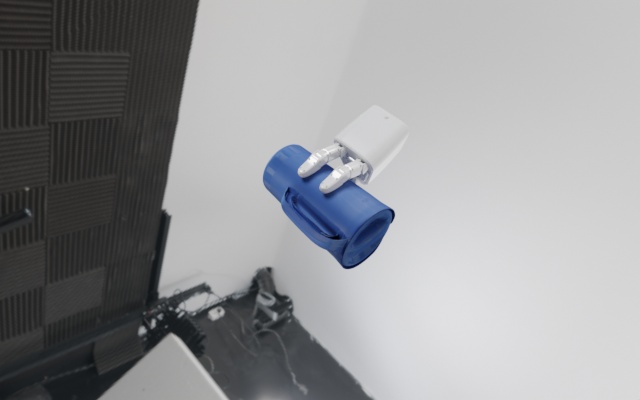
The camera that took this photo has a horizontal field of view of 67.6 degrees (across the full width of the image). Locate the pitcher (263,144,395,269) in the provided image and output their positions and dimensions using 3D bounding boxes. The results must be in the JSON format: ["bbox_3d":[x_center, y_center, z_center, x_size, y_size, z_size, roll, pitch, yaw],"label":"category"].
[{"bbox_3d":[0.000,0.003,0.865,0.242,0.145,0.149,40,-13,27],"label":"pitcher"}]
